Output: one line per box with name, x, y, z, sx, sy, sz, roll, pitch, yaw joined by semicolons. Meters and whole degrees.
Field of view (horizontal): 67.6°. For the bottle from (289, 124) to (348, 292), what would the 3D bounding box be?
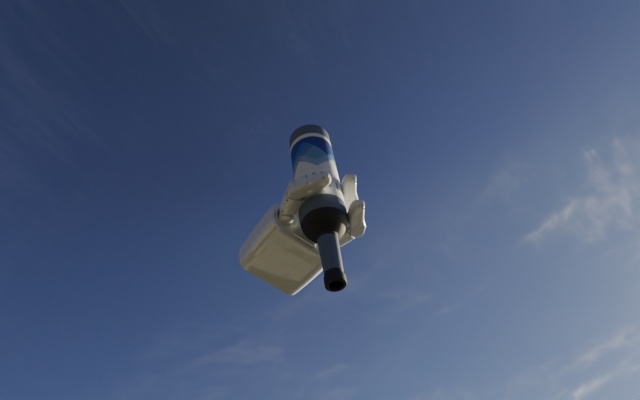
bottle;0.000;0.002;0.681;0.069;0.069;0.295;0;43;-10
